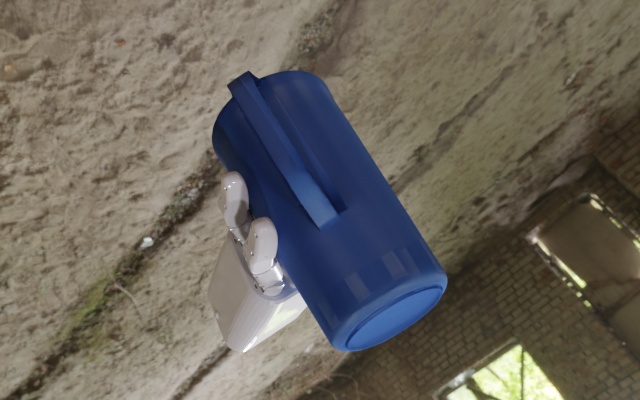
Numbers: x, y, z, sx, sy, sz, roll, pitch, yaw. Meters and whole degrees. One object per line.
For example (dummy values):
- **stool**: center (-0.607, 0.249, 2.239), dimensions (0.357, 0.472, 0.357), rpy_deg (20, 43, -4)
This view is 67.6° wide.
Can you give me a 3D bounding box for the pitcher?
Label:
- **pitcher**: center (0.000, 0.002, 0.427), dimensions (0.149, 0.242, 0.145), rpy_deg (-7, -38, -37)
